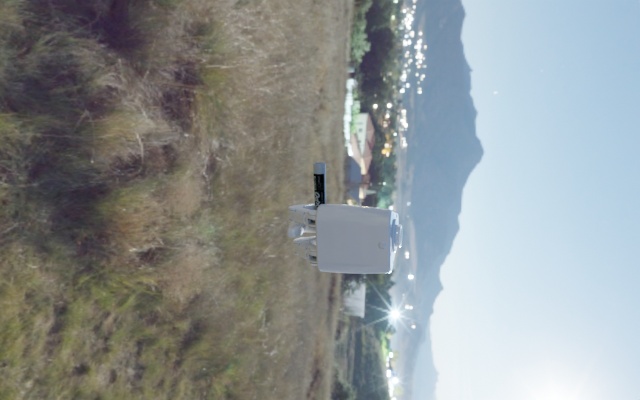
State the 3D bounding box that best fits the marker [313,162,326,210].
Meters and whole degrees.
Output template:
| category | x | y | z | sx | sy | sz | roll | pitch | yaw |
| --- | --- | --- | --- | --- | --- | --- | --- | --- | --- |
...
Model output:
| category | x | y | z | sx | sy | sz | roll | pitch | yaw |
| --- | --- | --- | --- | --- | --- | --- | --- | --- | --- |
| marker | 0.000 | 0.002 | 0.730 | 0.020 | 0.121 | 0.020 | -2 | 14 | 0 |
